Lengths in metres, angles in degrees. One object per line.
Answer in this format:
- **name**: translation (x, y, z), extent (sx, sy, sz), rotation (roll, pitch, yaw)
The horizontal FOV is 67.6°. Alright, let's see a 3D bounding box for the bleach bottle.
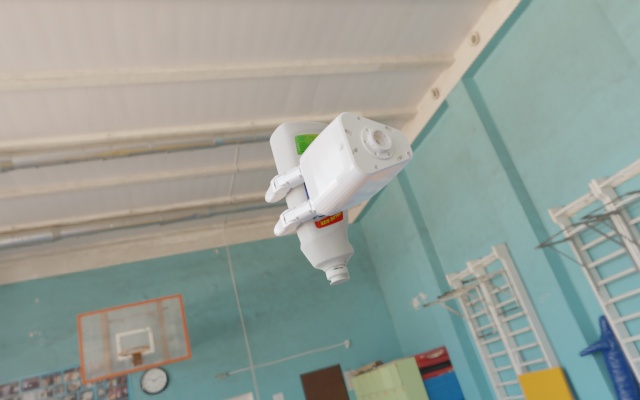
- **bleach bottle**: translation (0.000, 0.002, 0.720), extent (0.102, 0.250, 0.068), rotation (-3, -26, -33)
